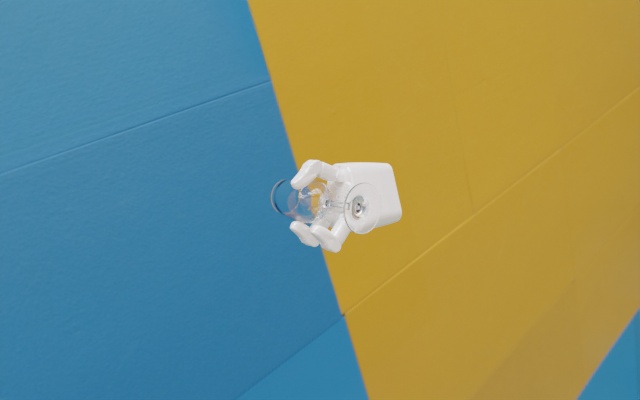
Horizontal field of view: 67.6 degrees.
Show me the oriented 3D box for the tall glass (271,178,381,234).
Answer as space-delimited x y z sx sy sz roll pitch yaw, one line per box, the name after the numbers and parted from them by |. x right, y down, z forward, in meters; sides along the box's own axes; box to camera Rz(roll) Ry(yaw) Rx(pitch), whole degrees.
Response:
0.000 0.003 0.761 0.079 0.079 0.201 0 5 -39 | tall glass
